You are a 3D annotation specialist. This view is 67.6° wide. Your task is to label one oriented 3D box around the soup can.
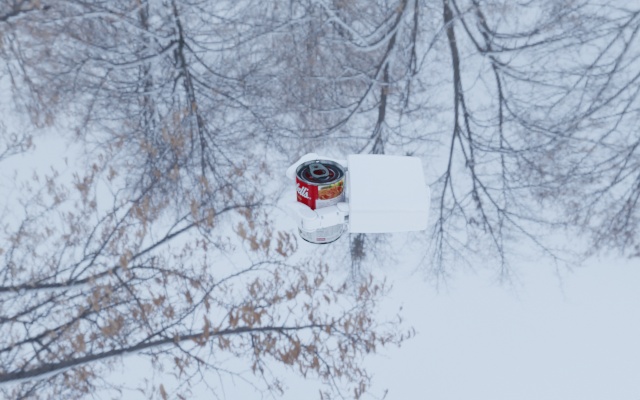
[{"bbox_3d":[0.000,0.003,0.672,0.068,0.102,0.068,0,33,0],"label":"soup can"}]
